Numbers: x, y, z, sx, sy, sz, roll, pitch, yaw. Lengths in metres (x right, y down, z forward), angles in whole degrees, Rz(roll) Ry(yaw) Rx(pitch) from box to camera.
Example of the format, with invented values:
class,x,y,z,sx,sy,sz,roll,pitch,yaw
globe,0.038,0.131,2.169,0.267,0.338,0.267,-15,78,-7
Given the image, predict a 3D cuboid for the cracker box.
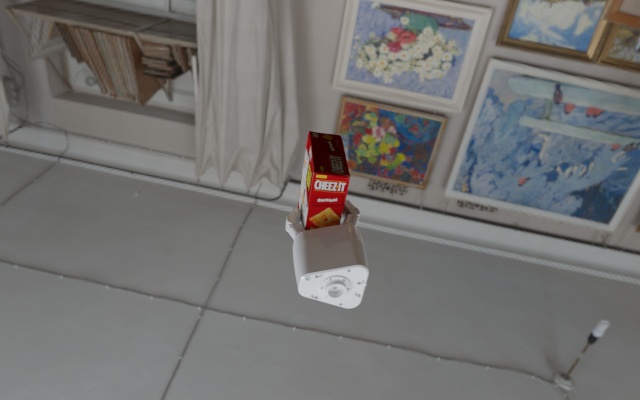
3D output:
class,x,y,z,sx,sy,sz,roll,pitch,yaw
cracker box,0.000,0.003,0.895,0.072,0.214,0.164,5,33,-8
